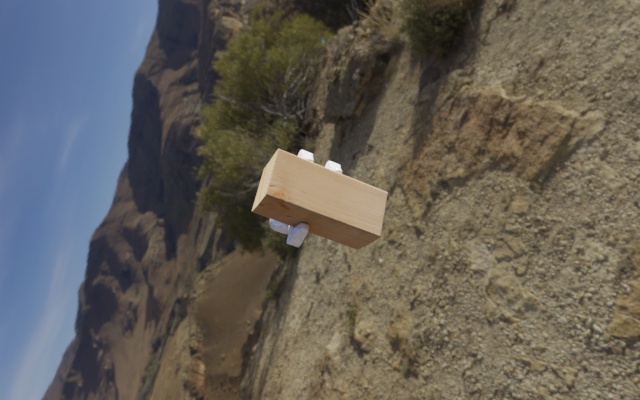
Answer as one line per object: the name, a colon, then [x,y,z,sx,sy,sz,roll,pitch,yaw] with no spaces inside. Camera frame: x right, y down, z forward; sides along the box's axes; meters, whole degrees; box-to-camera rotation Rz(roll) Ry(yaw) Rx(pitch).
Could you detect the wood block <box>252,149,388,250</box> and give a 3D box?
wood block: [0.000,0.003,0.821,0.206,0.090,0.090,20,-26,-16]
